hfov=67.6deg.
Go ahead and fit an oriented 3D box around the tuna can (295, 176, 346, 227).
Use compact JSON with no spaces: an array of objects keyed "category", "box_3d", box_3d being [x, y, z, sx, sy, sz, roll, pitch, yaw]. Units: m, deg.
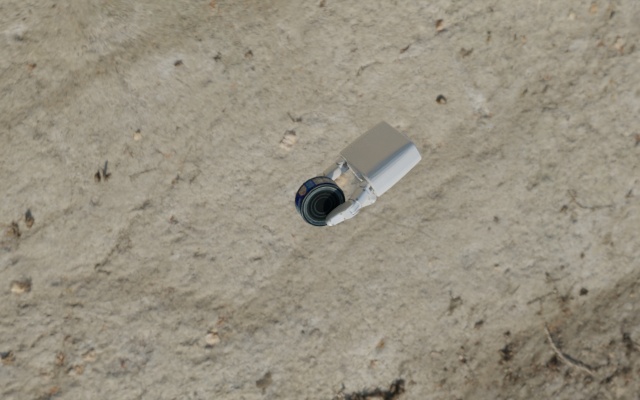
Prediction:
[{"category":"tuna can","box_3d":[0.000,0.003,0.837,0.086,0.086,0.033,0,26,-23]}]
